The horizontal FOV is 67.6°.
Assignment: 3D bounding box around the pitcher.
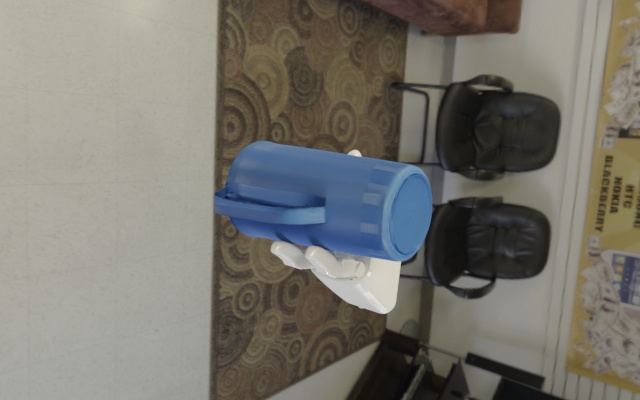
[{"bbox_3d":[0.000,0.002,0.583,0.243,0.149,0.145,9,-31,38],"label":"pitcher"}]
